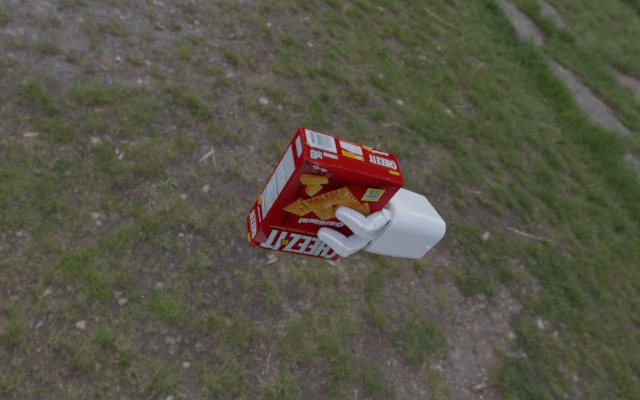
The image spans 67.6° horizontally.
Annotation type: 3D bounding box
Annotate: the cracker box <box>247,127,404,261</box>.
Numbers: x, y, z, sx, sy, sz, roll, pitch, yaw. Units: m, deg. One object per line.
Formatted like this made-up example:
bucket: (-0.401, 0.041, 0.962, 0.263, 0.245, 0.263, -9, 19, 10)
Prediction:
cracker box: (0.000, 0.002, 0.738, 0.164, 0.072, 0.214, 13, -45, -25)
